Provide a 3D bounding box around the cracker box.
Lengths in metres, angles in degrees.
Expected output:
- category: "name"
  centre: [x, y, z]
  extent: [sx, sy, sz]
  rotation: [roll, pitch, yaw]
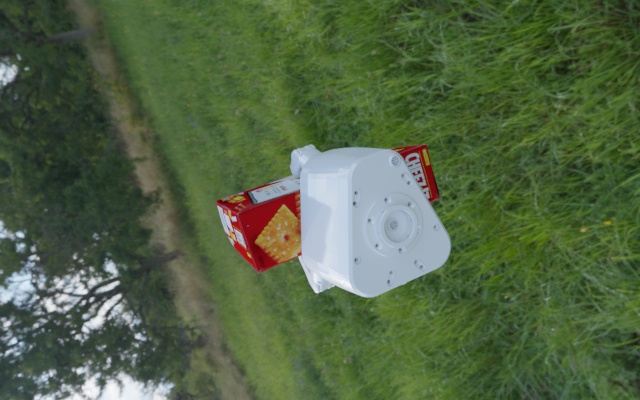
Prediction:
- category: "cracker box"
  centre: [0.000, 0.002, 0.551]
  extent: [0.213, 0.072, 0.164]
  rotation: [-20, 10, -17]
